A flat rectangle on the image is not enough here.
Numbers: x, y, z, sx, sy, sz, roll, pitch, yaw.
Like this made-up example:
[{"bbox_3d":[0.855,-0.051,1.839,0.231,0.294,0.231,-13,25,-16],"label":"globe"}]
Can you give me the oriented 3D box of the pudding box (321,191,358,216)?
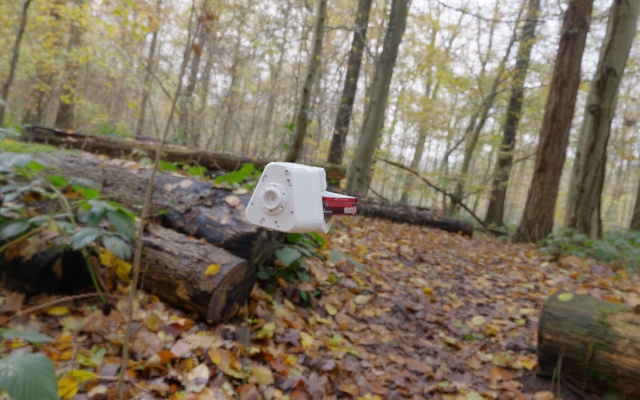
[{"bbox_3d":[0.000,0.003,0.898,0.090,0.039,0.113,4,8,-40],"label":"pudding box"}]
